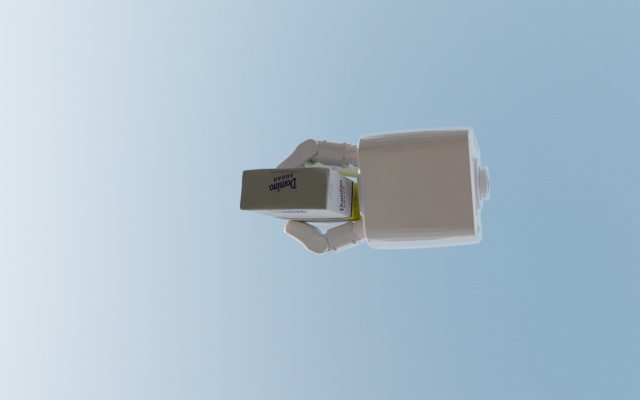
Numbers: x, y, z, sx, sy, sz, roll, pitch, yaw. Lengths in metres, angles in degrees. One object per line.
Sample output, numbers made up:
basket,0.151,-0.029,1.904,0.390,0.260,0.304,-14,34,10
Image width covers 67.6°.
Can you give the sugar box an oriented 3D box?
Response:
sugar box,0.000,0.001,0.514,0.093,0.048,0.176,-1,-11,23
